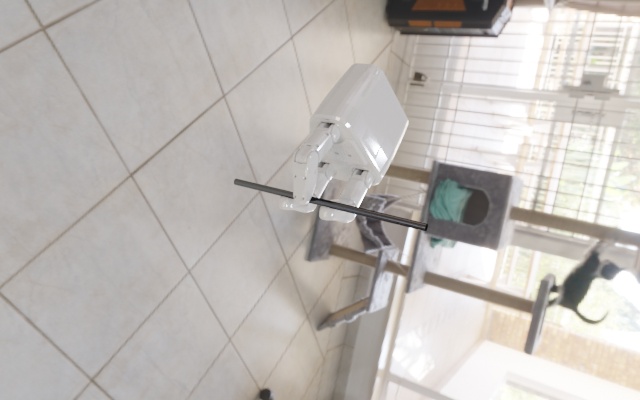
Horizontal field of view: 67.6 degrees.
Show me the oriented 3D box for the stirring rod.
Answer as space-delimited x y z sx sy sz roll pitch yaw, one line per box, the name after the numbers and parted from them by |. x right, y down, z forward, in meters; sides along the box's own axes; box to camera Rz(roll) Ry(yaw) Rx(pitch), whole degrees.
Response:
0.000 0.002 0.519 0.239 0.011 0.011 13 7 29 | stirring rod
